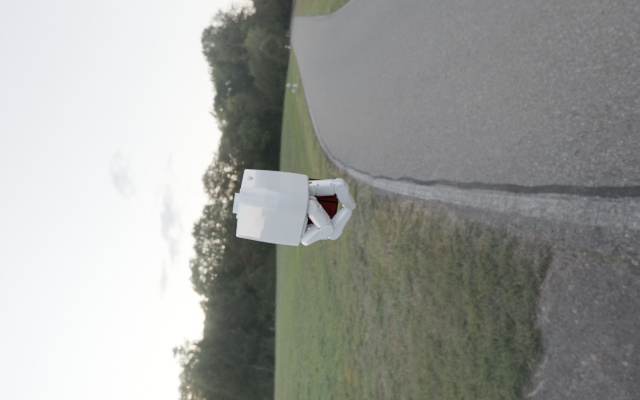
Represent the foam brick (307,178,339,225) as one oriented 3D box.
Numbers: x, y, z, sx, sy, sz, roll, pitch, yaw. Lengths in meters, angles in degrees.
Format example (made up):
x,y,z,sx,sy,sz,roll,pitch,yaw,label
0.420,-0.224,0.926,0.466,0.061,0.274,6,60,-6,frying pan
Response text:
x,y,z,sx,sy,sz,roll,pitch,yaw,label
0.000,0.003,0.835,0.051,0.053,0.078,6,29,-6,foam brick
